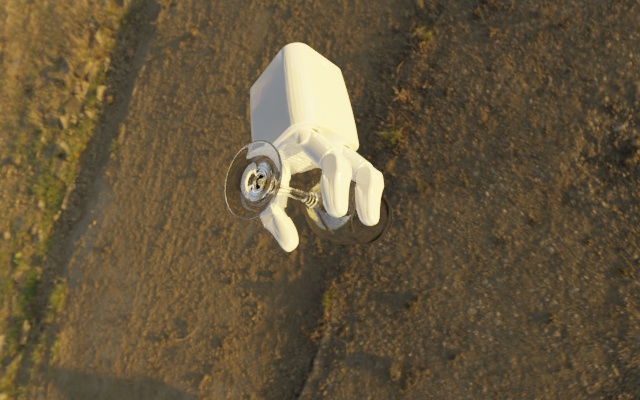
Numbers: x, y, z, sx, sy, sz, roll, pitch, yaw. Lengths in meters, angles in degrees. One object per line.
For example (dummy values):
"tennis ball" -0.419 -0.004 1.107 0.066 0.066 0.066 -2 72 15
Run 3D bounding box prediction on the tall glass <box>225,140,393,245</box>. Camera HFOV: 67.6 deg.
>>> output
"tall glass" 0.000 0.002 0.506 0.079 0.079 0.201 0 -13 40
